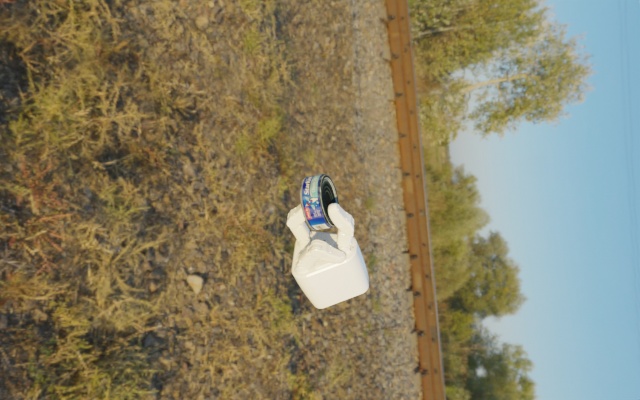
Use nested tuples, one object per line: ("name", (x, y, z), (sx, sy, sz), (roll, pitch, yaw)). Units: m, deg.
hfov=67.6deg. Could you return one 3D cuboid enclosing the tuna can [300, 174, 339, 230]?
("tuna can", (0.001, 0.002, 0.747), (0.034, 0.086, 0.086), (-10, -3, 20))
